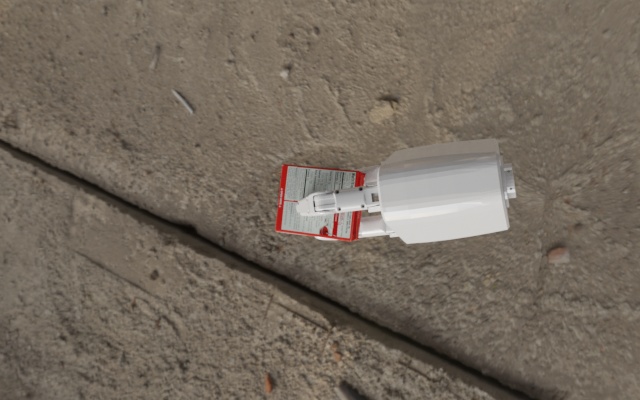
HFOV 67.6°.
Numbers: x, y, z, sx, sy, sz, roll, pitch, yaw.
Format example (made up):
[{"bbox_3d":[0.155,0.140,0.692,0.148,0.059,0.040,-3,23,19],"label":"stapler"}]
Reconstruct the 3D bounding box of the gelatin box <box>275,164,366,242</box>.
[{"bbox_3d":[0.000,0.002,0.508,0.089,0.073,0.030,6,1,18],"label":"gelatin box"}]
